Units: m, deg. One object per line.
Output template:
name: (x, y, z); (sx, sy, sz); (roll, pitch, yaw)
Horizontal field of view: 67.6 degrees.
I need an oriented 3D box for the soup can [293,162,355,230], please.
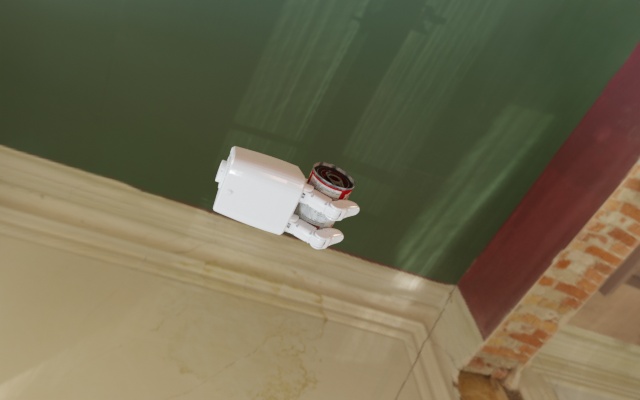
soup can: (0.000, 0.003, 0.725); (0.068, 0.102, 0.068); (21, 28, -12)
